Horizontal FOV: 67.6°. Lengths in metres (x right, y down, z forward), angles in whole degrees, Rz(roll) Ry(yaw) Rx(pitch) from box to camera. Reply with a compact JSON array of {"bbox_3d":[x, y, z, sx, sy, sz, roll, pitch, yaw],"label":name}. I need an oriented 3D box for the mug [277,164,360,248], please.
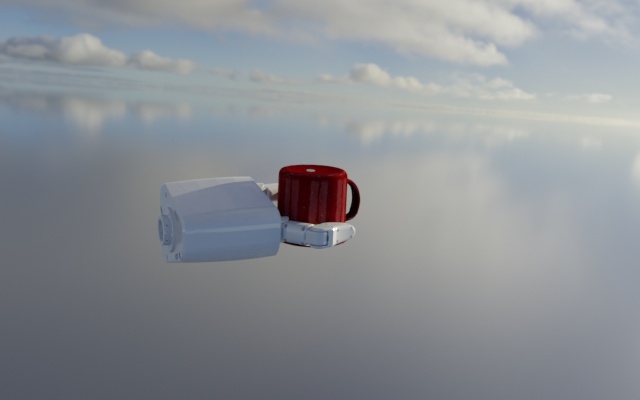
[{"bbox_3d":[0.001,0.002,0.574,0.117,0.081,0.093,-5,15,-31],"label":"mug"}]
